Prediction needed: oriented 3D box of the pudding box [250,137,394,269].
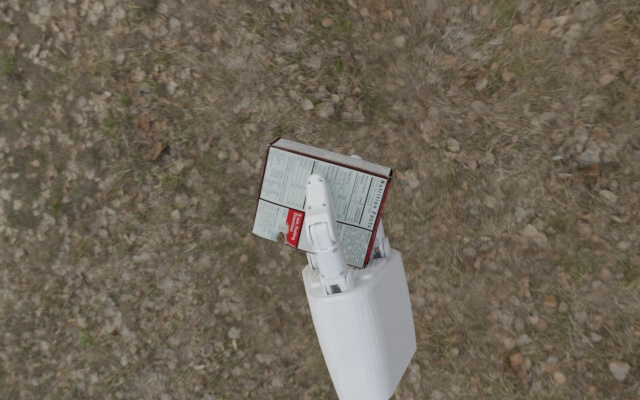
[{"bbox_3d":[0.000,0.002,0.430,0.113,0.090,0.039,16,18,6],"label":"pudding box"}]
